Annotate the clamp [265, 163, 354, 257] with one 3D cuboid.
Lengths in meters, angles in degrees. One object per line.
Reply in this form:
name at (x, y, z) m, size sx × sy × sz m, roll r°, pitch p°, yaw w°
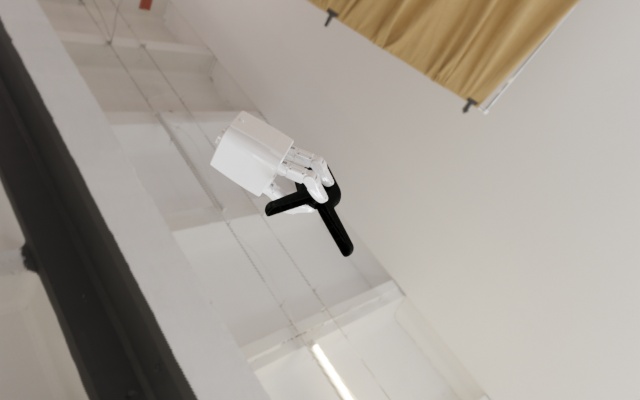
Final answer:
clamp at (0.000, 0.003, 0.851) m, size 0.164 × 0.036 × 0.209 m, roll 34°, pitch 34°, yaw -9°
